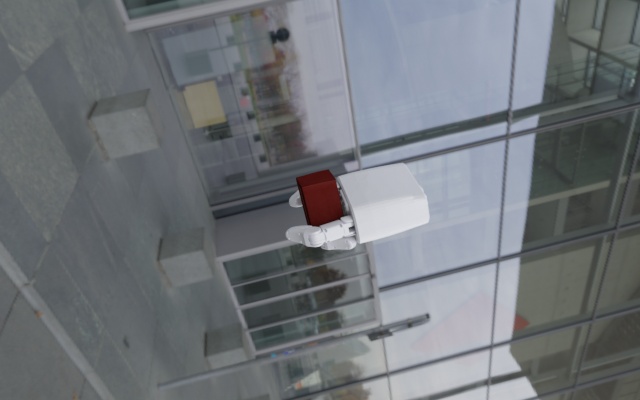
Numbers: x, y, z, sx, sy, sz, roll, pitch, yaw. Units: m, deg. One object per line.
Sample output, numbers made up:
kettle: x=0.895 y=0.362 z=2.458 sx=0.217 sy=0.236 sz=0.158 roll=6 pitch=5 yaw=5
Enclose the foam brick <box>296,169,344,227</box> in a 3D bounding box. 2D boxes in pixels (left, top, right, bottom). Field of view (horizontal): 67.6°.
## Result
foam brick: x=0.000 y=0.002 z=0.680 sx=0.051 sy=0.078 sz=0.053 roll=-15 pitch=21 yaw=-4
